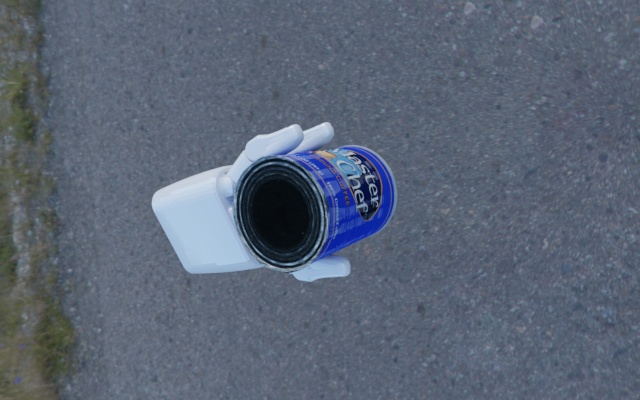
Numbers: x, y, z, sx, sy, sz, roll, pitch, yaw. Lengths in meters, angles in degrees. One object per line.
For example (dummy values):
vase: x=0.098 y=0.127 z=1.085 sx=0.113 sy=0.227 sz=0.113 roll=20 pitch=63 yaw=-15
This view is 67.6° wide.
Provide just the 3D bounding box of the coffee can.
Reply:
coffee can: x=0.000 y=0.002 z=0.466 sx=0.103 sy=0.103 sz=0.140 roll=0 pitch=9 yaw=33
